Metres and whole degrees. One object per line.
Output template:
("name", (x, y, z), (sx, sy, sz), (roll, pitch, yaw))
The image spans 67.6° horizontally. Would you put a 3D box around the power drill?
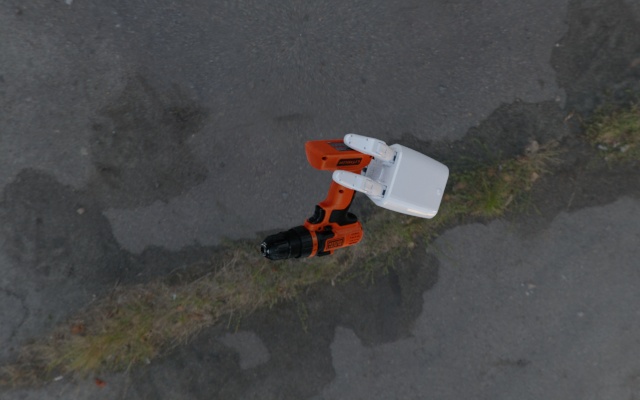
("power drill", (0.000, 0.002, 0.731), (0.184, 0.188, 0.057), (-10, 35, -36))
